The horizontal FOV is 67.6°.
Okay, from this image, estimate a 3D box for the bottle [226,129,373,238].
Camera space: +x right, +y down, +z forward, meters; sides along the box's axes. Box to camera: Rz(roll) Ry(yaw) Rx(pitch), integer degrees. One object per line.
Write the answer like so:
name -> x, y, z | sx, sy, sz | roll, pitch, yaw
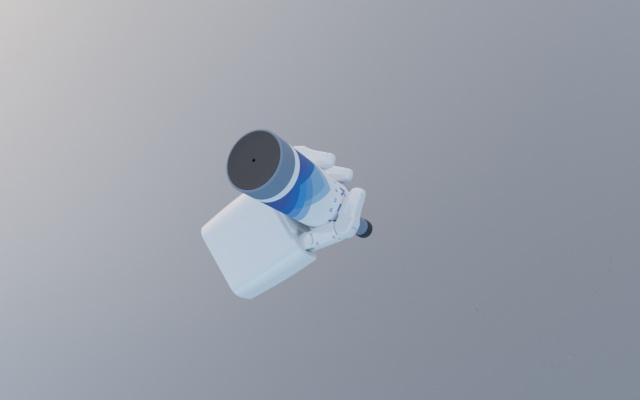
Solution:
bottle -> 0.000, 0.002, 0.588 | 0.069, 0.069, 0.296 | 0, -16, 28
